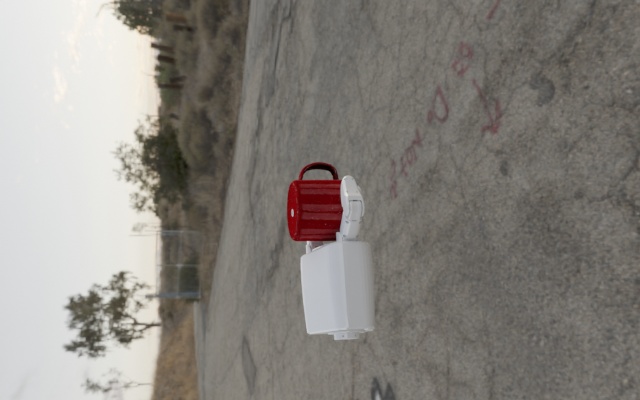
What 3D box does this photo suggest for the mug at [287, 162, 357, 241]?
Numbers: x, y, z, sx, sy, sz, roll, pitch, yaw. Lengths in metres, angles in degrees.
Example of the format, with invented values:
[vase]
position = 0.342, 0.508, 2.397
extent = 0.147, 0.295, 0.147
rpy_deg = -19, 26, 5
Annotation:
[mug]
position = 0.000, 0.001, 0.642
extent = 0.081, 0.117, 0.093
rpy_deg = 0, -20, -13
